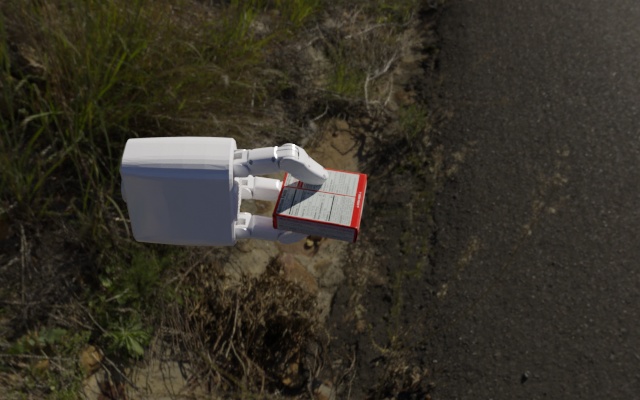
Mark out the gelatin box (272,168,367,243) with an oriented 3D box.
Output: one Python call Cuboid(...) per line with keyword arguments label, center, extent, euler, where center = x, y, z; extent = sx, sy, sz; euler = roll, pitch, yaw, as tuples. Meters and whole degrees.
Cuboid(label="gelatin box", center=(0.000, 0.001, 0.504), extent=(0.089, 0.073, 0.030), euler=(9, -38, 6))
